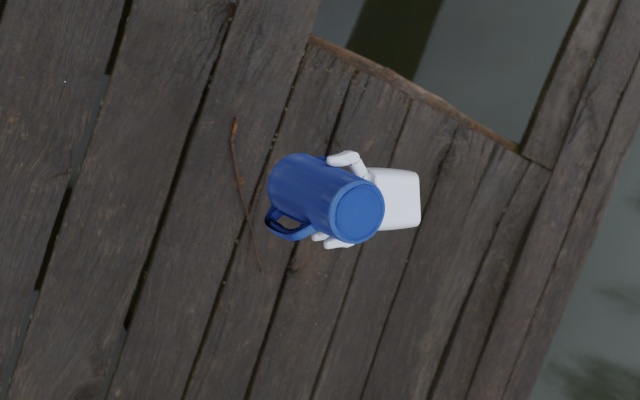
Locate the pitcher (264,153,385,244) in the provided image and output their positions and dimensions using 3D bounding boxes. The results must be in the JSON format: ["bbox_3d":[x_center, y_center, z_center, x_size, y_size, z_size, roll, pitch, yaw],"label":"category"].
[{"bbox_3d":[0.000,0.003,0.862,0.145,0.149,0.242,0,13,-28],"label":"pitcher"}]
